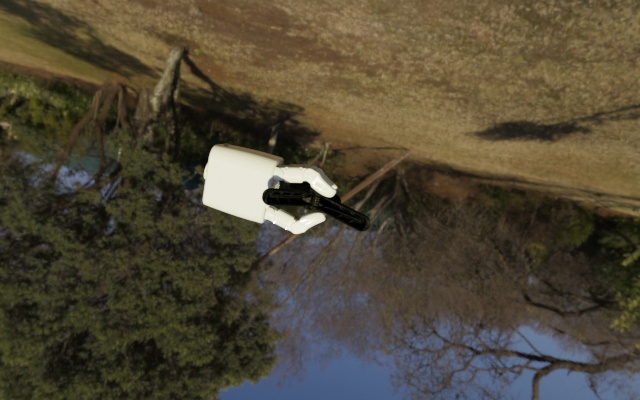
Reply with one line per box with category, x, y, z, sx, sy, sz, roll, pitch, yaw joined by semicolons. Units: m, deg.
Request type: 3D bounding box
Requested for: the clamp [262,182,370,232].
clamp;0.000;0.003;0.786;0.164;0.036;0.210;18;9;1
